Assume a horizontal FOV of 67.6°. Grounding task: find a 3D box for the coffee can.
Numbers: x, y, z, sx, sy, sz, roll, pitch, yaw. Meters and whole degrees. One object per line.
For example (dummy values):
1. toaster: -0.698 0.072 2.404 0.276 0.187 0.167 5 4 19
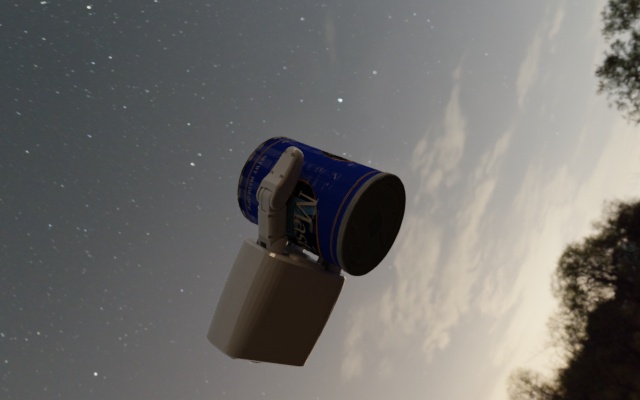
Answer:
1. coffee can: 0.000 0.001 0.487 0.140 0.103 0.103 24 14 35
